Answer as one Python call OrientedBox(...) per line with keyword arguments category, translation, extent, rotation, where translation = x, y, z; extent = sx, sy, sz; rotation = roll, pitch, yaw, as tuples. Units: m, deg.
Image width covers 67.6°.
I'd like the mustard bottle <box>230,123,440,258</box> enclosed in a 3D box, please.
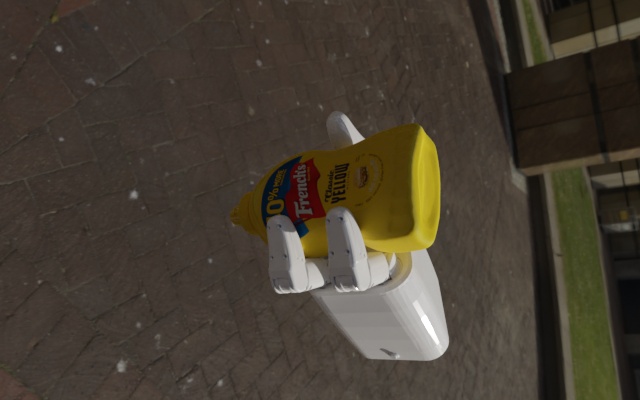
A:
OrientedBox(category="mustard bottle", translation=(0.000, 0.001, 0.400), extent=(0.191, 0.096, 0.058), rotation=(-10, -28, 33))
